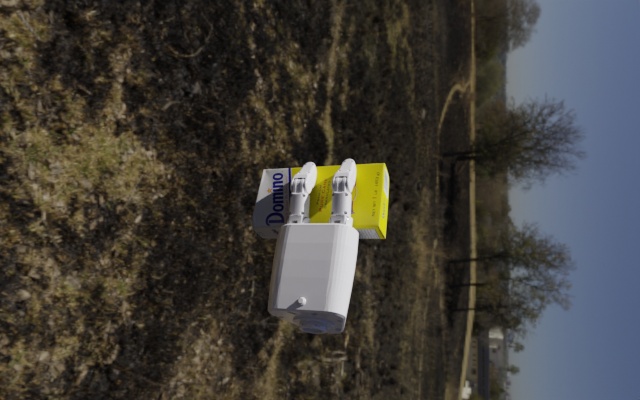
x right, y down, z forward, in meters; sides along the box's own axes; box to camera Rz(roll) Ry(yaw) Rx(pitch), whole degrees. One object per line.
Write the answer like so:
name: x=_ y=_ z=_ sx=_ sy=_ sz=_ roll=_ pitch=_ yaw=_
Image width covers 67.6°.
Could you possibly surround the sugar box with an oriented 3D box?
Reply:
sugar box: x=0.000 y=0.002 z=0.635 sx=0.176 sy=0.093 sz=0.048 roll=-1 pitch=-27 yaw=18
